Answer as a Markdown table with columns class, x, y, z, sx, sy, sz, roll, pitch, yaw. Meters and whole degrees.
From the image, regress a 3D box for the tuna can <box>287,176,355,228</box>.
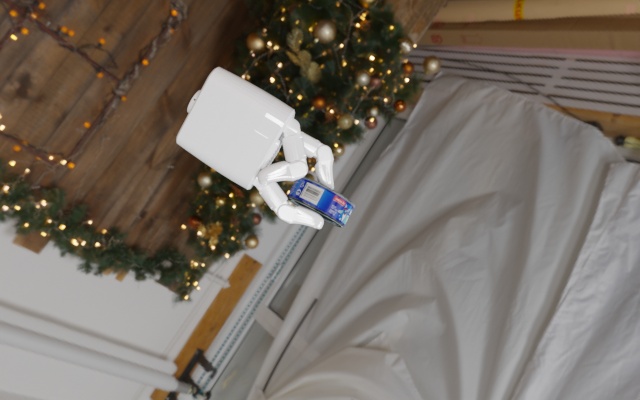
| class | x | y | z | sx | sy | sz | roll | pitch | yaw |
| --- | --- | --- | --- | --- | --- | --- | --- | --- | --- |
| tuna can | 0.000 | 0.003 | 0.625 | 0.086 | 0.033 | 0.086 | 28 | -6 | 3 |
